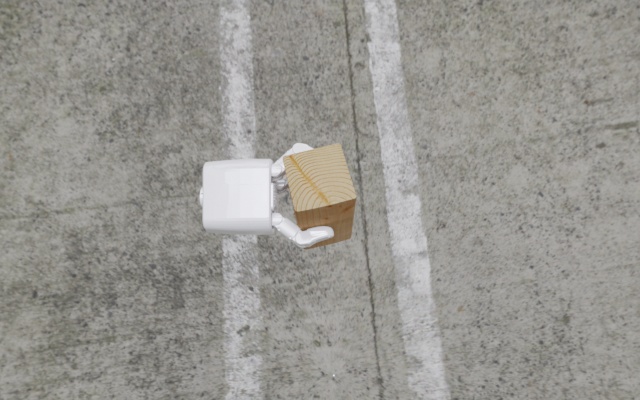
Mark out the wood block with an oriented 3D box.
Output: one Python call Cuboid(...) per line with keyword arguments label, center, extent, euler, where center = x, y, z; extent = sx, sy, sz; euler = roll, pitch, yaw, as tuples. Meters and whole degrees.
Cuboid(label="wood block", center=(0.000, 0.003, 0.768), extent=(0.090, 0.090, 0.206), euler=(-13, -20, -3))
